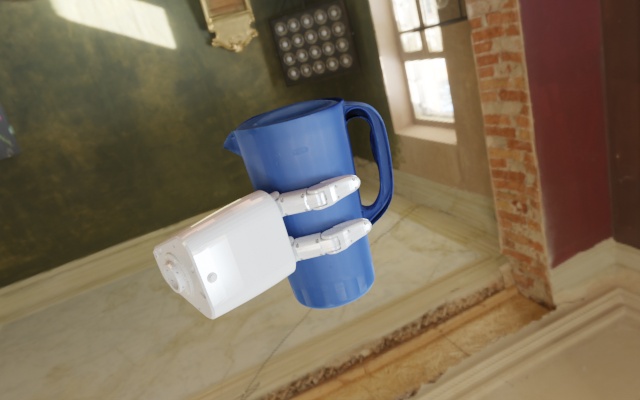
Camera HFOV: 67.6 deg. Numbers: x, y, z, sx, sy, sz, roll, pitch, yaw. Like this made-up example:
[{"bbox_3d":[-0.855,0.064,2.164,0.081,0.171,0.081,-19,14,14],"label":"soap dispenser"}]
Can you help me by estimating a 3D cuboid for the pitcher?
[{"bbox_3d":[0.000,0.002,0.580,0.145,0.243,0.149,-29,23,-36],"label":"pitcher"}]
